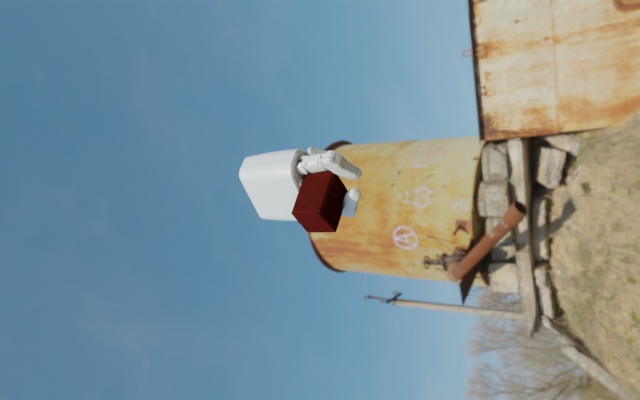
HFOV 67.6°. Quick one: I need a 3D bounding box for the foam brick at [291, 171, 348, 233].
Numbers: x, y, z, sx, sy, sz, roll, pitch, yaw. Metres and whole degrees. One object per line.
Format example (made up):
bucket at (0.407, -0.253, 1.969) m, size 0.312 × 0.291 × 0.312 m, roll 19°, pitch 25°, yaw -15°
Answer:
foam brick at (0.000, 0.002, 0.704) m, size 0.051 × 0.078 × 0.053 m, roll -2°, pitch -36°, yaw 30°
